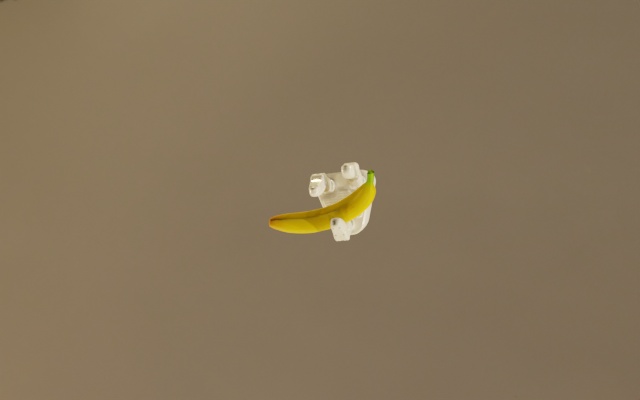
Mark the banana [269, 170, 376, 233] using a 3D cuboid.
[{"bbox_3d":[0.013,0.015,0.777,0.198,0.070,0.037,-27,24,17],"label":"banana"}]
